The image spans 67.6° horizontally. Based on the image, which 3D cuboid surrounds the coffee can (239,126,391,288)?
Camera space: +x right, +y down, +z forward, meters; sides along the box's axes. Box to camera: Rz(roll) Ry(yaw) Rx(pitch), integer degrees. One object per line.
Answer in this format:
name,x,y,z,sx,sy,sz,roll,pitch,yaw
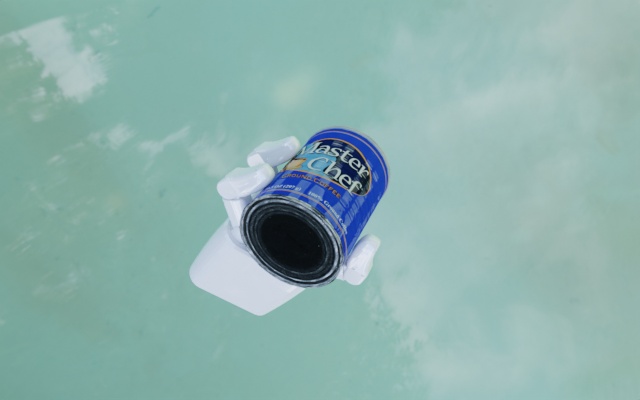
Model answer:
coffee can,0.000,0.001,0.473,0.103,0.103,0.140,0,32,28
